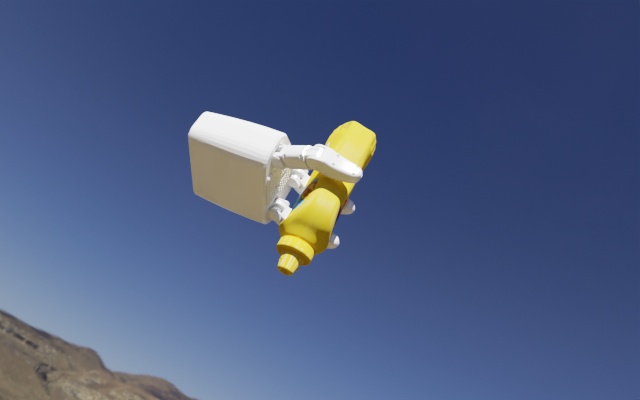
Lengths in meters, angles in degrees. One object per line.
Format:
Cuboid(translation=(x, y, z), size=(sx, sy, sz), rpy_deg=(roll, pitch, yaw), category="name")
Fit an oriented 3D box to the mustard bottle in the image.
Cuboid(translation=(0.001, 0.002, 0.552), size=(0.058, 0.191, 0.096), rpy_deg=(32, -31, -6), category="mustard bottle")
